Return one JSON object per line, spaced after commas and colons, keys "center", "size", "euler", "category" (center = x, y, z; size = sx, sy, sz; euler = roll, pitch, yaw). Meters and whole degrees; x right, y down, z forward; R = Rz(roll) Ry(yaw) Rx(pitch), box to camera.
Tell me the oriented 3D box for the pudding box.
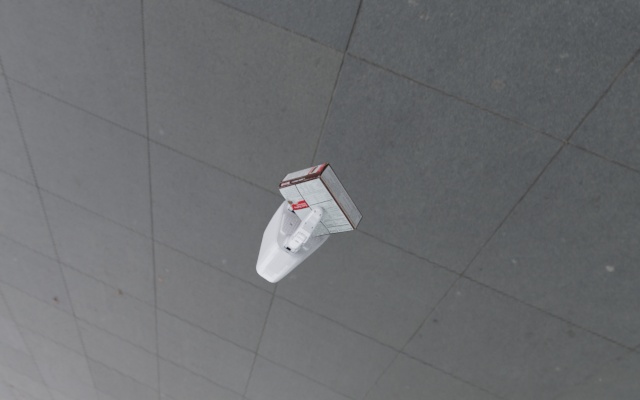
{"center": [0.000, 0.003, 0.750], "size": [0.090, 0.113, 0.039], "euler": [-13, 34, 38], "category": "pudding box"}
